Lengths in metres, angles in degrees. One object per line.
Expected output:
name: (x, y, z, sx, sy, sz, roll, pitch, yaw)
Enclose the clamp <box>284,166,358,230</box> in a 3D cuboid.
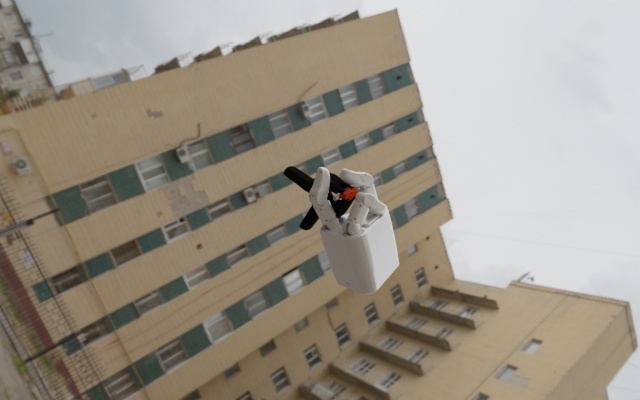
clamp: (0.001, 0.002, 0.820, 0.039, 0.120, 0.171, -28, 22, -30)
